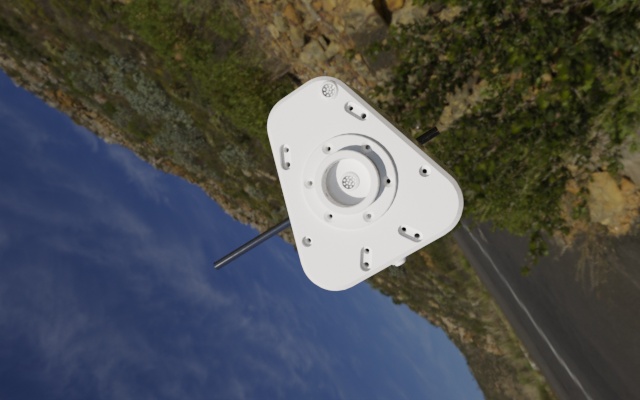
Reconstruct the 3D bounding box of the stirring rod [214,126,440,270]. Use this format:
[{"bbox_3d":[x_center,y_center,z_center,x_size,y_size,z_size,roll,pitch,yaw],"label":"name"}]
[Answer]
[{"bbox_3d":[0.000,0.001,0.433,0.239,0.011,0.011,-32,-7,12],"label":"stirring rod"}]
